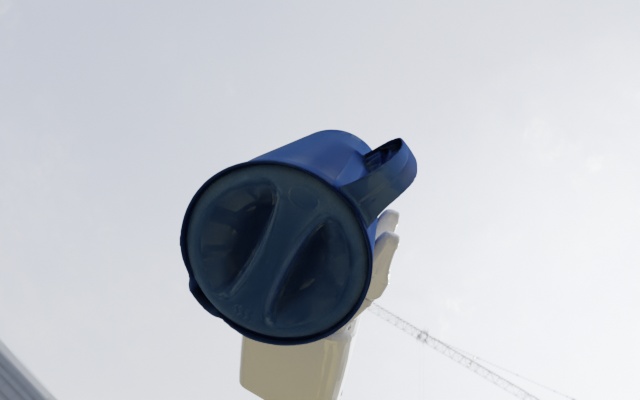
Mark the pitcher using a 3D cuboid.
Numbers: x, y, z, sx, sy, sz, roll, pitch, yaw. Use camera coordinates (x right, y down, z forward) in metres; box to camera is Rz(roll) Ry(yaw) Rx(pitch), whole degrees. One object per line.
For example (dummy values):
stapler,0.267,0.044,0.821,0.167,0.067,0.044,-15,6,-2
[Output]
pitcher,0.000,0.002,0.420,0.149,0.145,0.242,11,19,9
